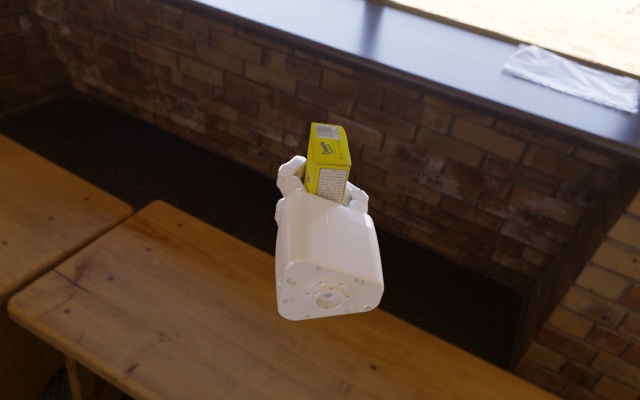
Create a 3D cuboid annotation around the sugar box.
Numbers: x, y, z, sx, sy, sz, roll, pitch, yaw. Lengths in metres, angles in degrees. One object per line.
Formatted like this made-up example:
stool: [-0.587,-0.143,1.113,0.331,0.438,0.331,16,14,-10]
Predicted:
sugar box: [0.000,0.002,0.601,0.048,0.176,0.093,6,37,-8]
